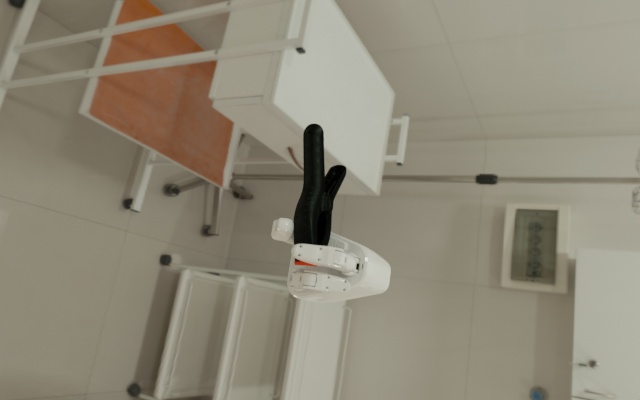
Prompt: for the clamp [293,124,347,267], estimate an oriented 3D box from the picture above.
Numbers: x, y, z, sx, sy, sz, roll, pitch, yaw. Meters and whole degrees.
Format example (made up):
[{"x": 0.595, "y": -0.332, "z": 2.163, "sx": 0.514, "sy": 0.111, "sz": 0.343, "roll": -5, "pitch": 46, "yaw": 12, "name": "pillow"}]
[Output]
[{"x": 0.001, "y": 0.002, "z": 0.608, "sx": 0.039, "sy": 0.171, "sz": 0.120, "roll": 2, "pitch": -15, "yaw": 28, "name": "clamp"}]
